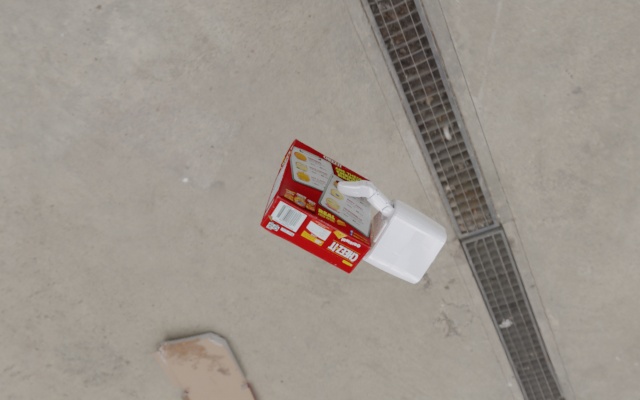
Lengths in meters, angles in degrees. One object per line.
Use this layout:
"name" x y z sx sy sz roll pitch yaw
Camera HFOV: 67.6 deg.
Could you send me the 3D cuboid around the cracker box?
"cracker box" 0.000 0.003 0.799 0.164 0.072 0.213 29 28 -11
